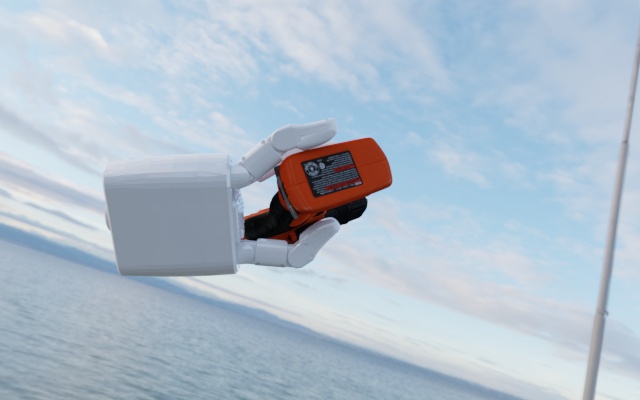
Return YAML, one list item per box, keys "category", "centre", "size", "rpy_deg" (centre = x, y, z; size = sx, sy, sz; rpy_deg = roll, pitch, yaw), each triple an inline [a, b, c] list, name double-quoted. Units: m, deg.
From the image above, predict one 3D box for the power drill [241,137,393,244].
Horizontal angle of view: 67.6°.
- category: "power drill"
  centre: [0.000, 0.002, 0.508]
  size: [0.184, 0.057, 0.188]
  rpy_deg: [-18, -13, -26]
